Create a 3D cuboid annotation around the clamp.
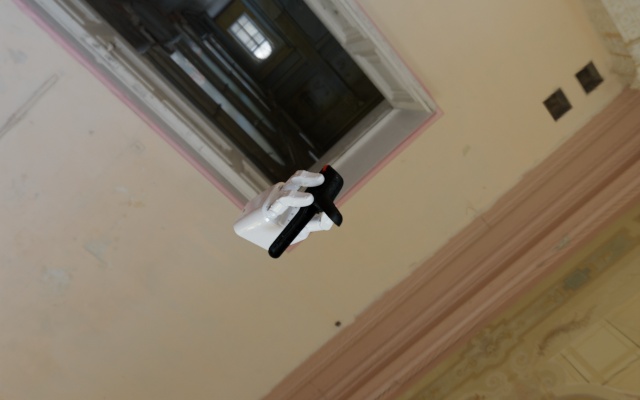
[{"bbox_3d":[0.001,0.003,0.840,0.164,0.036,0.209,-25,28,41],"label":"clamp"}]
